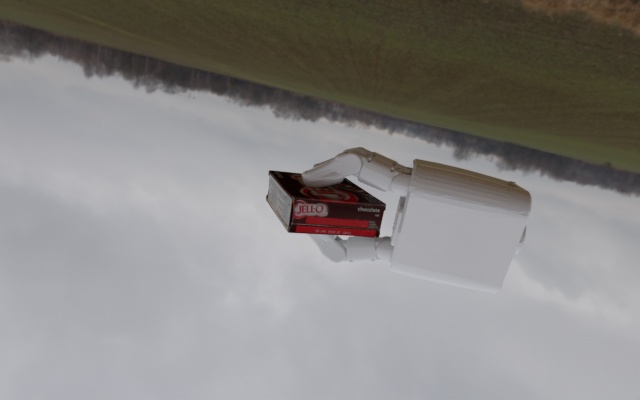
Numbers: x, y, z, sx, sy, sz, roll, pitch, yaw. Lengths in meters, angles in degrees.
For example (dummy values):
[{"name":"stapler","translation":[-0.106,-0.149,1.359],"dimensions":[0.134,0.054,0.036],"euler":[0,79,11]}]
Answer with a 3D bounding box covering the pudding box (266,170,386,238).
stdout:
[{"name":"pudding box","translation":[0.000,0.002,0.473],"dimensions":[0.090,0.039,0.113],"euler":[6,12,-19]}]
